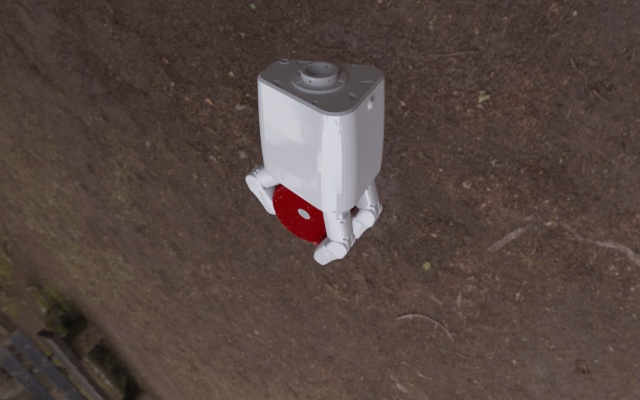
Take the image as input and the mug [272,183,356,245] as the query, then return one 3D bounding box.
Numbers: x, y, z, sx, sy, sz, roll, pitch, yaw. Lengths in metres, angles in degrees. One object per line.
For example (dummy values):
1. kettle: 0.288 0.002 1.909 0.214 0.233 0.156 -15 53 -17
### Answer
1. mug: 0.000 0.003 0.543 0.093 0.117 0.081 19 46 23
